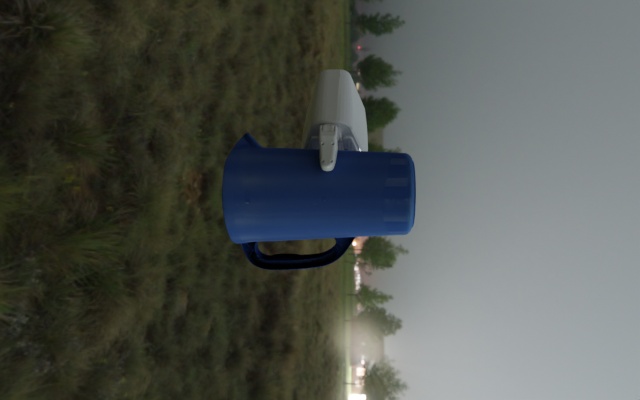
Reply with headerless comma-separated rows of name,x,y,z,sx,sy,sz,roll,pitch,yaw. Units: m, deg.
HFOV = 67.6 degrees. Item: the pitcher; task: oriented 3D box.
pitcher,0.000,0.002,0.640,0.243,0.145,0.149,0,-33,6
